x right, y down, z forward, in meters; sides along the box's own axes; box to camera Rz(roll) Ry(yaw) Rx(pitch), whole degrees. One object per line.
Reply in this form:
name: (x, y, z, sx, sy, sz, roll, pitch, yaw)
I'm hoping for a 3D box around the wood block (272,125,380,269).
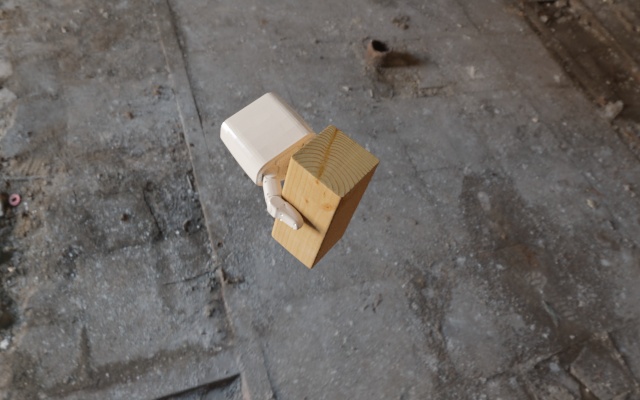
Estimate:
wood block: (0.000, 0.002, 0.710, 0.090, 0.090, 0.206, -42, -16, -33)
